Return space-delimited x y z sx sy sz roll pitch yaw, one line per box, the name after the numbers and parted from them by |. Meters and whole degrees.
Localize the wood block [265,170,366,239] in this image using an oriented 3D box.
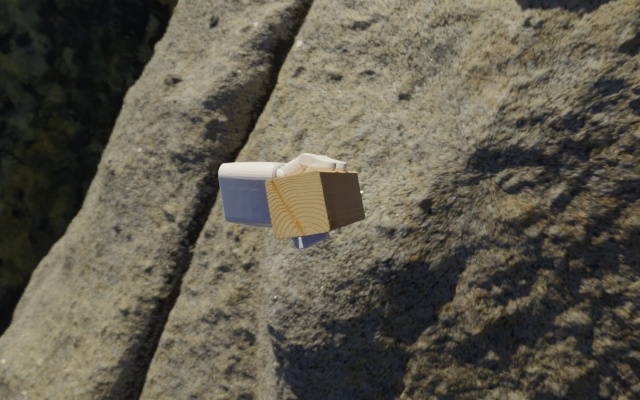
0.000 0.003 0.782 0.090 0.091 0.206 -10 0 20 | wood block
